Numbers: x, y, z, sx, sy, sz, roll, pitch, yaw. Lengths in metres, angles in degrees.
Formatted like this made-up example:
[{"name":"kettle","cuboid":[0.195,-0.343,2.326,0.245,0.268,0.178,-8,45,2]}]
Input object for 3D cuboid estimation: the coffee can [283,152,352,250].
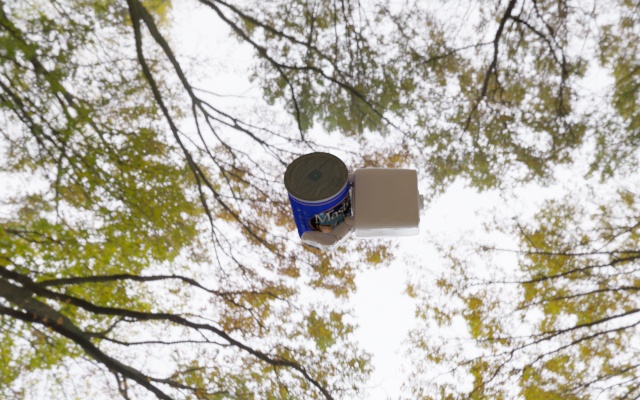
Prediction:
[{"name":"coffee can","cuboid":[0.000,0.003,0.803,0.103,0.102,0.140,0,-38,8]}]
